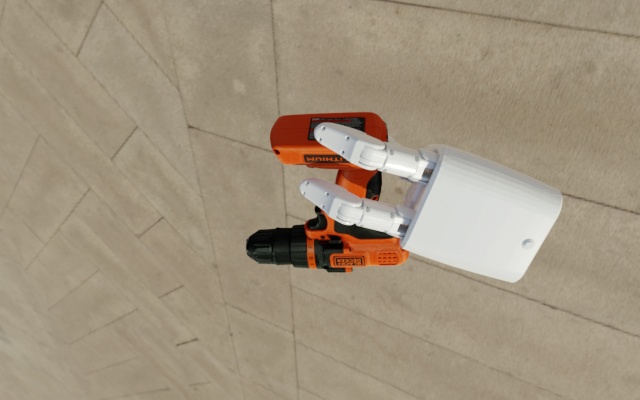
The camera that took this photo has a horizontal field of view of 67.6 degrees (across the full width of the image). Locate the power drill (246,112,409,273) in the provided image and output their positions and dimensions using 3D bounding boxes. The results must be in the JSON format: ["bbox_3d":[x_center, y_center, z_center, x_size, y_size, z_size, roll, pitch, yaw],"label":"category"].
[{"bbox_3d":[0.000,0.001,0.491,0.184,0.057,0.188,-2,-45,5],"label":"power drill"}]
